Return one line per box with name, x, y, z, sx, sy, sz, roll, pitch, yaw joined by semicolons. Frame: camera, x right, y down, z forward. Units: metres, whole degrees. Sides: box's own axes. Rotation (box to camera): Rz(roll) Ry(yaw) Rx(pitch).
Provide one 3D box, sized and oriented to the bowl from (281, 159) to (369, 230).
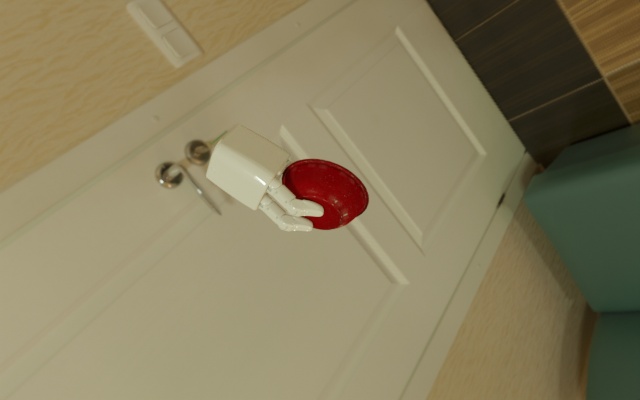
bowl;0.001;0.003;0.833;0.162;0.055;0.162;13;-37;10
